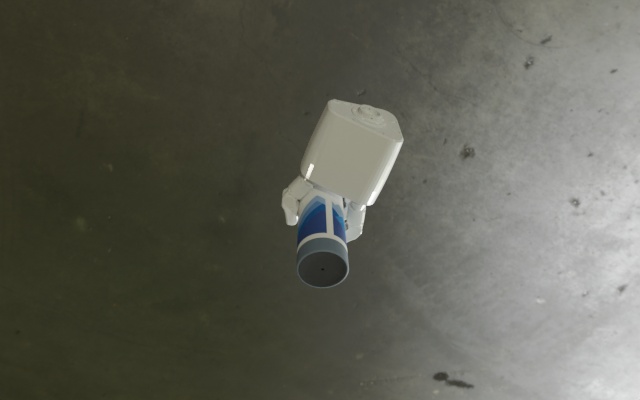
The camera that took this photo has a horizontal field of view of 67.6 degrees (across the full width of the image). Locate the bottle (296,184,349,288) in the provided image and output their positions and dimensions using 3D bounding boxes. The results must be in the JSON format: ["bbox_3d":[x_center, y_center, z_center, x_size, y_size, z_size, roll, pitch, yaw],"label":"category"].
[{"bbox_3d":[0.000,0.003,0.722,0.069,0.069,0.295,0,36,-1],"label":"bottle"}]
